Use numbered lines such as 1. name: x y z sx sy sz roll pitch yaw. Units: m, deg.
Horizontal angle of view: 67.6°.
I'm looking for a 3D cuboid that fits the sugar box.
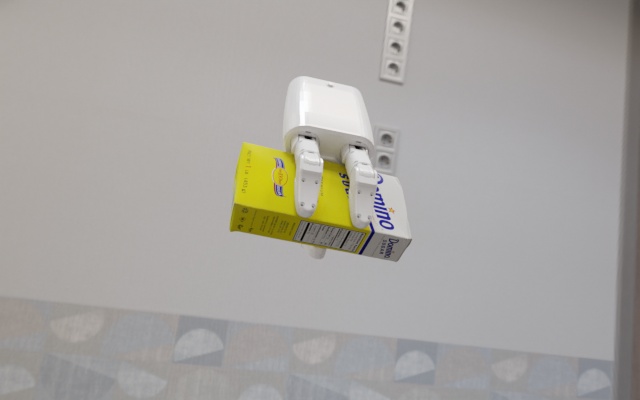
1. sugar box: 0.000 0.001 0.485 0.176 0.093 0.048 10 -46 -12
